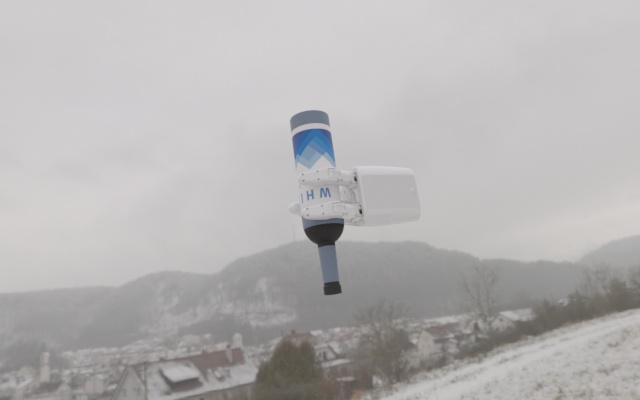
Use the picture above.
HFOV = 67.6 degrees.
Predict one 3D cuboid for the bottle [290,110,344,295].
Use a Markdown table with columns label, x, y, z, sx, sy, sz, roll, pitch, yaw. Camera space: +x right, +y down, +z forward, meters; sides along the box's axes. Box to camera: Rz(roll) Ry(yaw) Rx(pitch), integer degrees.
| label | x | y | z | sx | sy | sz | roll | pitch | yaw |
| --- | --- | --- | --- | --- | --- | --- | --- | --- | --- |
| bottle | 0.000 | 0.002 | 0.768 | 0.069 | 0.295 | 0.069 | -7 | -15 | -2 |
